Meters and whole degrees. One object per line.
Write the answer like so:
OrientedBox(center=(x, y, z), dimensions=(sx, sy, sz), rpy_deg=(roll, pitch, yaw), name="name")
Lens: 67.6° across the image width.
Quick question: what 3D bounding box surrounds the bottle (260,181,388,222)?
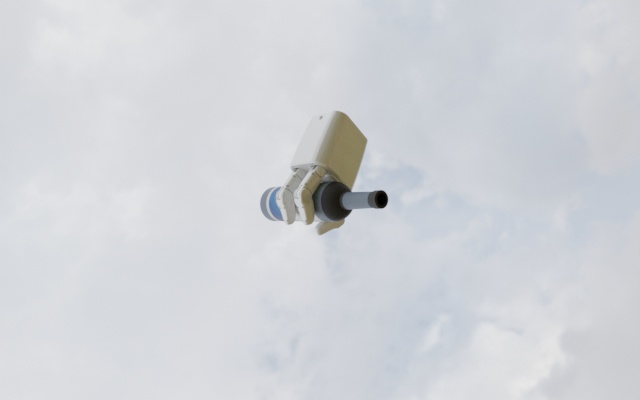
OrientedBox(center=(0.000, 0.003, 0.809), dimensions=(0.069, 0.069, 0.296), rpy_deg=(0, -2, -37), name="bottle")
